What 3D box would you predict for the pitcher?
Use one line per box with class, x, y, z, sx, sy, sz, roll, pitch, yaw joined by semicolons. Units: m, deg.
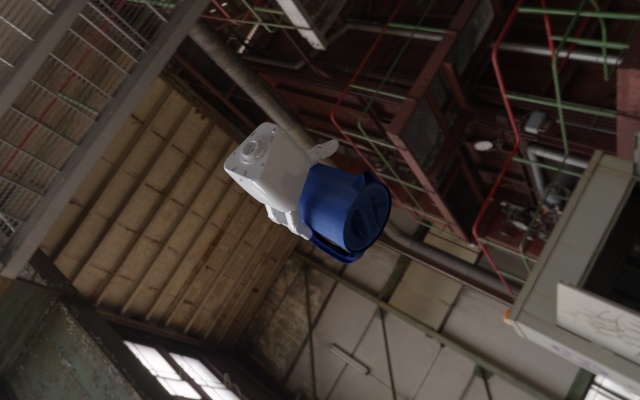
pitcher;0.000;0.003;0.899;0.242;0.149;0.145;25;-13;38
